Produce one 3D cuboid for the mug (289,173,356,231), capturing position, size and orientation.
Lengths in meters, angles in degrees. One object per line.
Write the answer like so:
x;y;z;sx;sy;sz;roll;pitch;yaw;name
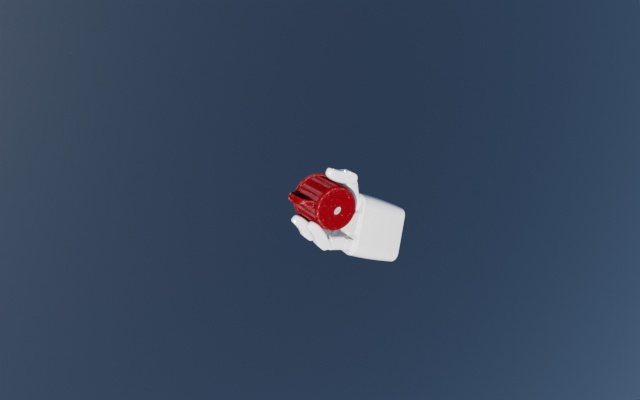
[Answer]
-0.001;0.003;0.850;0.117;0.093;0.081;12;10;-31;mug
